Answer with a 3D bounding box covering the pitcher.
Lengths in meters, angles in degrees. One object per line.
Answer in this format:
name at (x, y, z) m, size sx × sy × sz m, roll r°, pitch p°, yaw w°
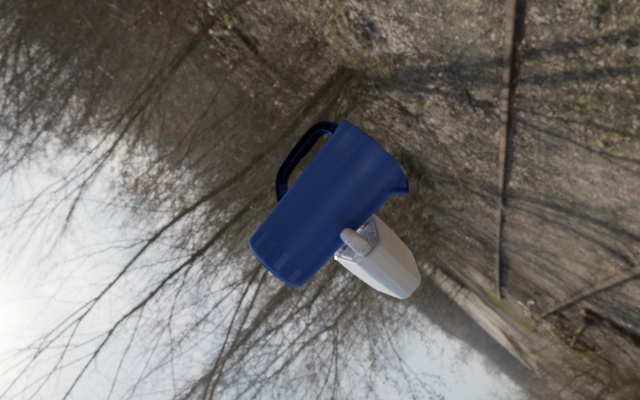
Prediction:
pitcher at (0.000, 0.003, 0.726) m, size 0.145 × 0.243 × 0.149 m, roll 41°, pitch 2°, yaw -23°
